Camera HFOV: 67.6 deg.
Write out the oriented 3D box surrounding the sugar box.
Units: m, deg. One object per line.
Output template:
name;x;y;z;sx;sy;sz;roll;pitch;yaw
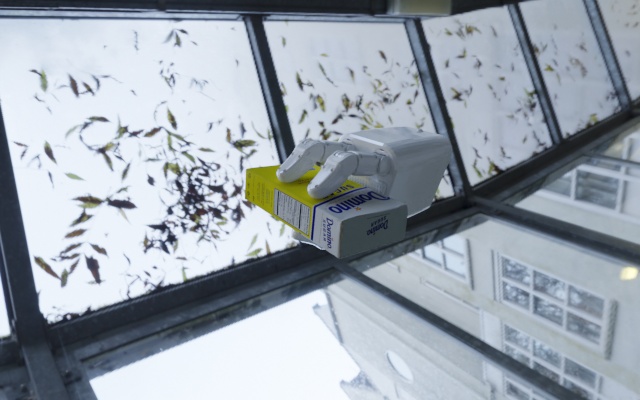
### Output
sugar box;0.000;0.001;0.523;0.093;0.048;0.176;-12;24;-38
